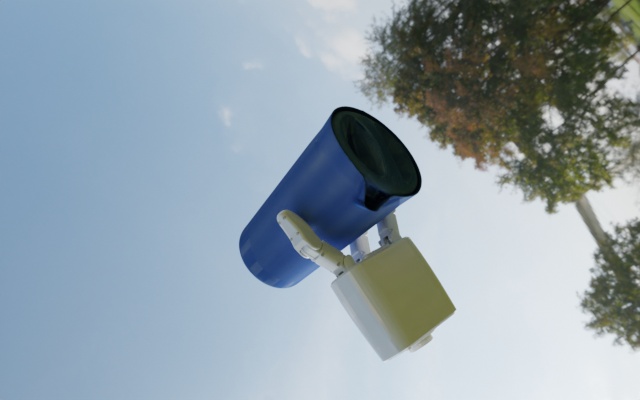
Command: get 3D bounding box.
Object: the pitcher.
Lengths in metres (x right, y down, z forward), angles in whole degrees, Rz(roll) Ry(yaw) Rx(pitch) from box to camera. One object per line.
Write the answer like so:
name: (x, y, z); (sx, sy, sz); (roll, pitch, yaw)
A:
pitcher: (0.000, 0.002, 0.610); (0.149, 0.145, 0.243); (-16, -23, -52)
